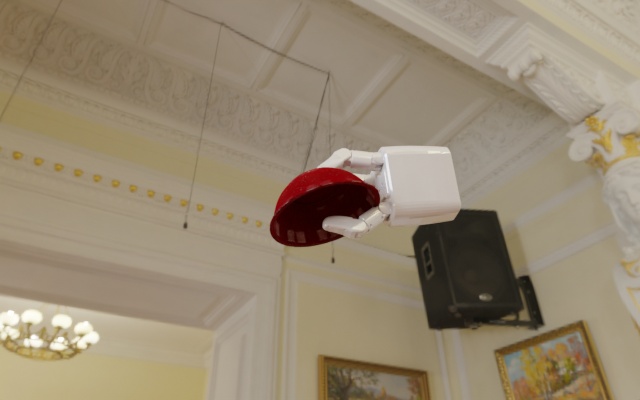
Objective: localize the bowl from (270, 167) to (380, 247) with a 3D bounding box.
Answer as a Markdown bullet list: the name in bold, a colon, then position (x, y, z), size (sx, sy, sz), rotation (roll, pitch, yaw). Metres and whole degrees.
- **bowl**: position (-0.001, 0.002, 0.676), size (0.162, 0.055, 0.162), rotation (-15, -31, -9)
